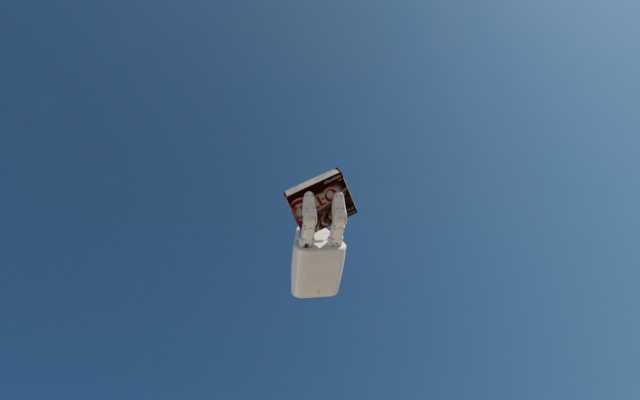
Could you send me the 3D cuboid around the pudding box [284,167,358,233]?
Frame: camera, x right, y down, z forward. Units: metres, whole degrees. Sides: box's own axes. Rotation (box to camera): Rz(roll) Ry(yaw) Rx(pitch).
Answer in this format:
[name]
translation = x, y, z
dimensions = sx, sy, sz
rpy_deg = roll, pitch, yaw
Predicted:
[pudding box]
translation = 0.000, 0.003, 0.883
dimensions = 0.113, 0.090, 0.039
rpy_deg = -26, 25, -5
